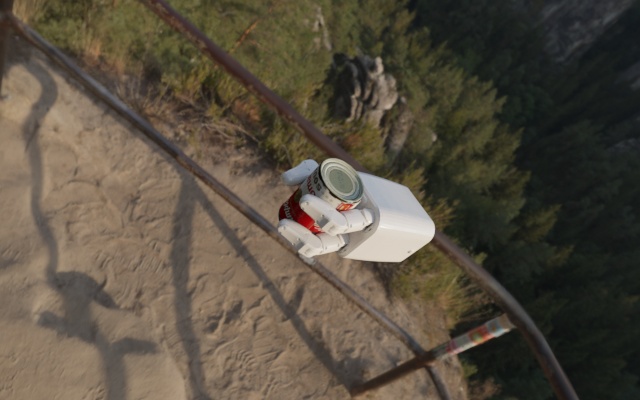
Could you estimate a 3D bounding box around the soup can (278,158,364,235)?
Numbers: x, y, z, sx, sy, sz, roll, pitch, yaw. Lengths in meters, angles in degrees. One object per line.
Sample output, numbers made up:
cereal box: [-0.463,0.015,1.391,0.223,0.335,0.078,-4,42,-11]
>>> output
soup can: [0.000,0.002,0.607,0.068,0.068,0.102,0,-33,-40]
